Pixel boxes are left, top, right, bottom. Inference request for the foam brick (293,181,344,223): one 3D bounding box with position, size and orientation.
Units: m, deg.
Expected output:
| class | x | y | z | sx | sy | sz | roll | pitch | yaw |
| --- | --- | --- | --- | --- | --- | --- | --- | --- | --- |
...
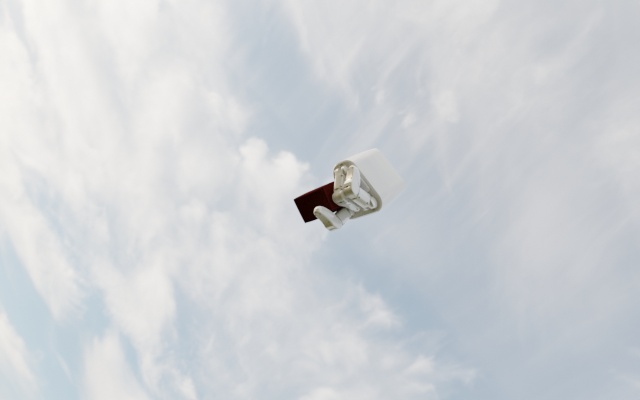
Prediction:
| class | x | y | z | sx | sy | sz | roll | pitch | yaw |
| --- | --- | --- | --- | --- | --- | --- | --- | --- | --- |
| foam brick | 0.000 | 0.003 | 0.894 | 0.078 | 0.053 | 0.051 | -20 | 6 | 42 |
